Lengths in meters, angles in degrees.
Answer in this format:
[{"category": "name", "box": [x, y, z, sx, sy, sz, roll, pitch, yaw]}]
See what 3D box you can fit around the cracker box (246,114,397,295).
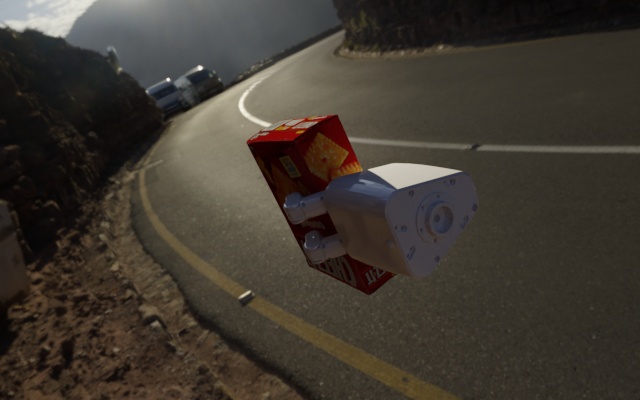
[{"category": "cracker box", "box": [0.000, 0.002, 0.617, 0.072, 0.214, 0.164, -33, 20, -21]}]
